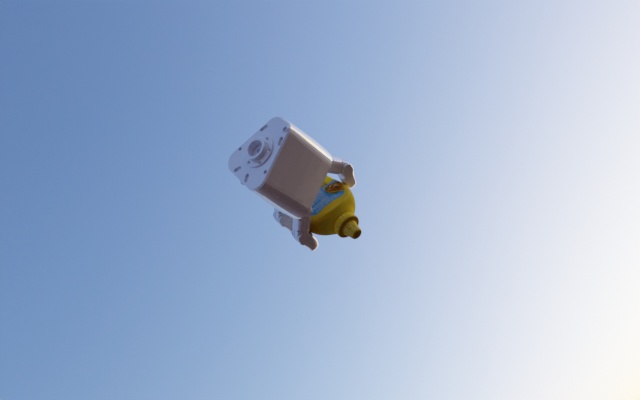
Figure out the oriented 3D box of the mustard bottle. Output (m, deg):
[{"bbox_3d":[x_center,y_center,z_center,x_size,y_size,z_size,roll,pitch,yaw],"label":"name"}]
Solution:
[{"bbox_3d":[0.000,0.003,0.777,0.096,0.058,0.191,-36,48,-15],"label":"mustard bottle"}]
